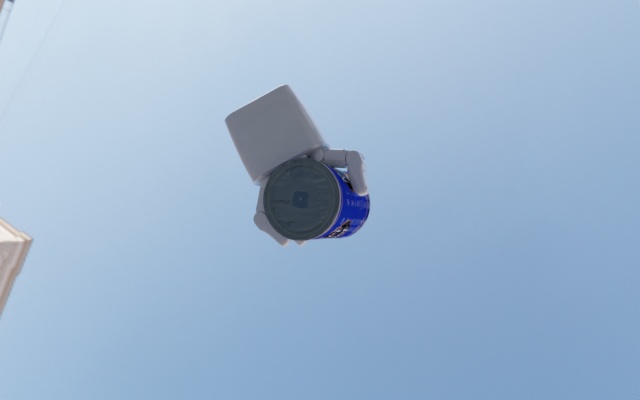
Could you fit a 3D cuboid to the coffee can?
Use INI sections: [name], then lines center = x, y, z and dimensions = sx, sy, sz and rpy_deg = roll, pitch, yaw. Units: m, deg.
[coffee can]
center = 0.000, 0.002, 0.648
dimensions = 0.103, 0.103, 0.140
rpy_deg = 0, -3, 21
